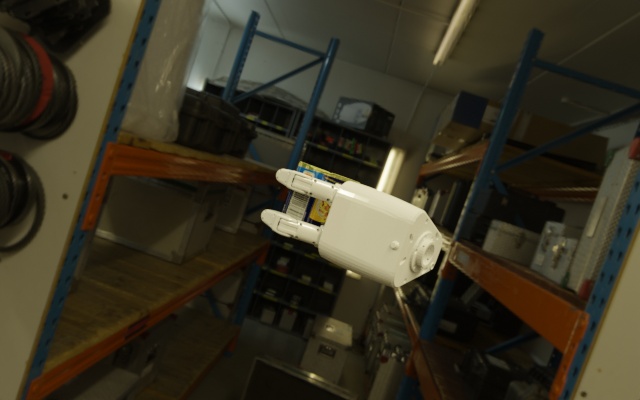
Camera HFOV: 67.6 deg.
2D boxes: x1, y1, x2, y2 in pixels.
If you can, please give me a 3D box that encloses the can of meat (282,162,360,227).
[{"bbox_3d":[0.000,0.002,0.635,0.057,0.084,0.102,22,4,38],"label":"can of meat"}]
